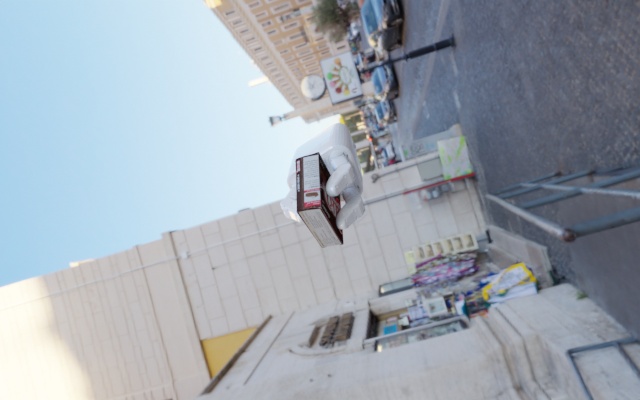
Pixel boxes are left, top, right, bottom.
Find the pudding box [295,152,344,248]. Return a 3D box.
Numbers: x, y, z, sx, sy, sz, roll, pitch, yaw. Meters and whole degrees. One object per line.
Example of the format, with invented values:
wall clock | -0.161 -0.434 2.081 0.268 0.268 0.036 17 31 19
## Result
pudding box | 0.000 0.002 0.667 0.039 0.090 0.114 -13 -33 15
